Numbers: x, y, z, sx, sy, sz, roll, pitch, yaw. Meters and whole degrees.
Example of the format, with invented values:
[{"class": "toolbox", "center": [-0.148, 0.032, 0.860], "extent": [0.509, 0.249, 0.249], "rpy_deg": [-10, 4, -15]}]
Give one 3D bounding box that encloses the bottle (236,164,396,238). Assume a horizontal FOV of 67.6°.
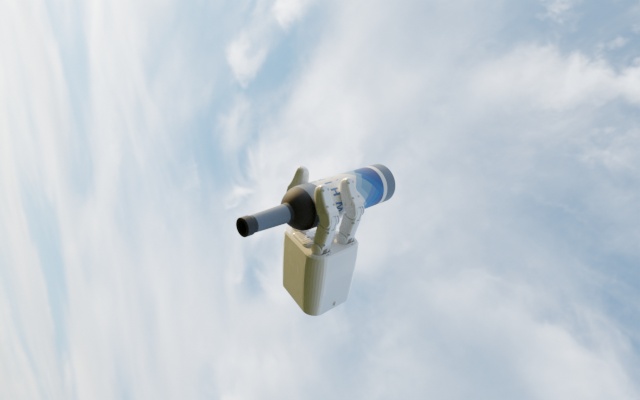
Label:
[{"class": "bottle", "center": [0.000, 0.002, 0.719], "extent": [0.069, 0.069, 0.295], "rpy_deg": [0, 13, 45]}]
